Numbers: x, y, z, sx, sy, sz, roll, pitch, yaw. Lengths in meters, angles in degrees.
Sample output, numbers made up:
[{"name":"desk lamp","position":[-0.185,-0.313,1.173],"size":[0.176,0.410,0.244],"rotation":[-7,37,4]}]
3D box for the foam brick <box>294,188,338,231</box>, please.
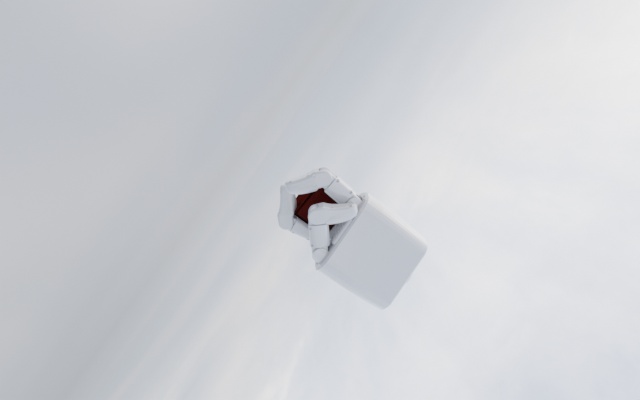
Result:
[{"name":"foam brick","position":[0.000,0.002,0.648],"size":[0.051,0.053,0.078],"rotation":[35,15,-11]}]
